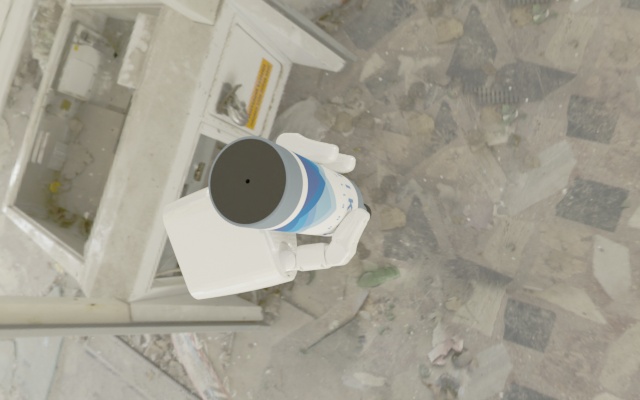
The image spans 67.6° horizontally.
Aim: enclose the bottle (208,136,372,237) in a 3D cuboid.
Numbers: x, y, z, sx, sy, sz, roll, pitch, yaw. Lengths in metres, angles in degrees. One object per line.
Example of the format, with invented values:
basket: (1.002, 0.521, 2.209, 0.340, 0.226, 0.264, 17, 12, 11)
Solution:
bottle: (0.000, 0.002, 0.477, 0.069, 0.069, 0.296, 0, -6, 21)
